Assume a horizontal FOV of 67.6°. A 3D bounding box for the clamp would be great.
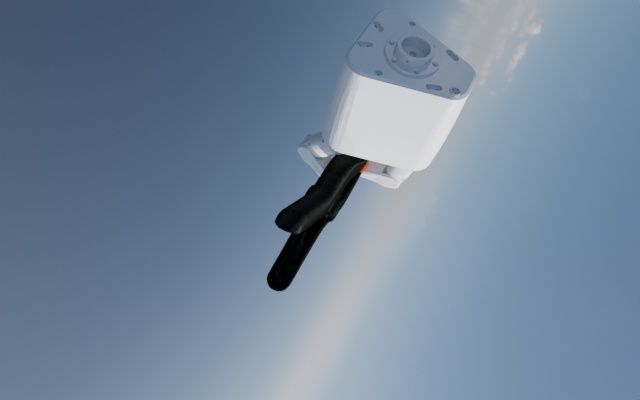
[{"bbox_3d":[0.001,0.002,0.473,0.039,0.171,0.120,30,-28,5],"label":"clamp"}]
